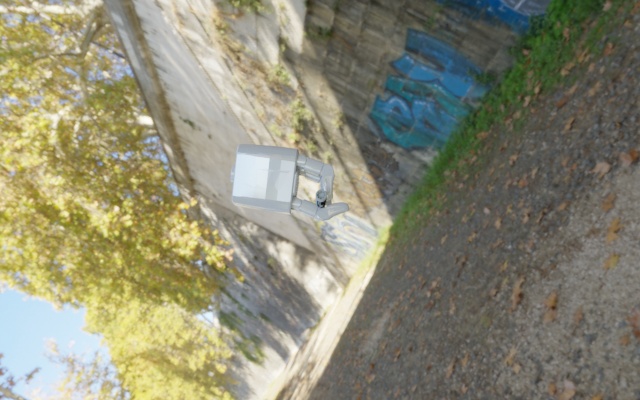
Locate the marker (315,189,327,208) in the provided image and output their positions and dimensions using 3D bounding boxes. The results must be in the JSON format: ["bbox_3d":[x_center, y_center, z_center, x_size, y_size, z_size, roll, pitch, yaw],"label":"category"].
[{"bbox_3d":[0.000,0.003,0.834,0.020,0.020,0.121,0,-11,-1],"label":"marker"}]
